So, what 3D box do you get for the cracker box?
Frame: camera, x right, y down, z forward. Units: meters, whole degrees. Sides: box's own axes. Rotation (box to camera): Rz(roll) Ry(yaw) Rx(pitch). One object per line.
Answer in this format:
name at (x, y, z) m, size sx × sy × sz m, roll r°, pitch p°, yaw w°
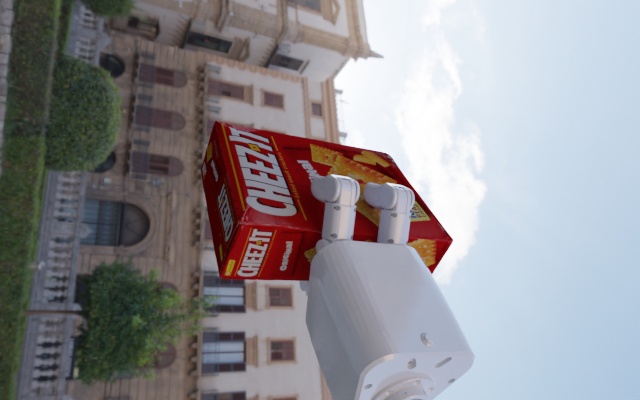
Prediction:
cracker box at (0.000, 0.002, 0.480) m, size 0.214 × 0.072 × 0.164 m, roll 7°, pitch 34°, yaw -26°
